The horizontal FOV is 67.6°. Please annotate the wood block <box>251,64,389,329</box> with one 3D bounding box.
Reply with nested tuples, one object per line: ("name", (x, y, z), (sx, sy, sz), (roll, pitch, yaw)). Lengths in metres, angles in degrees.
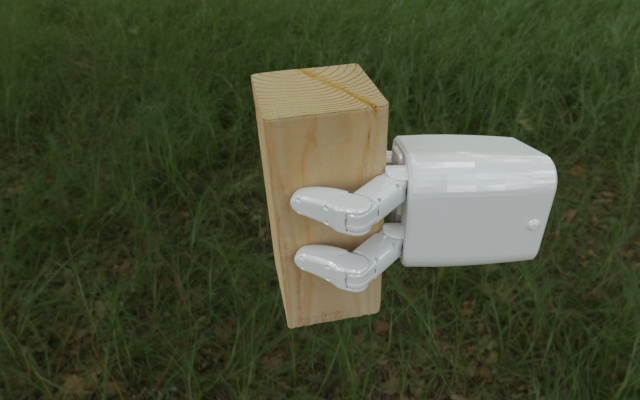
("wood block", (0.000, 0.001, 0.411), (0.090, 0.206, 0.090), (-8, 35, -8))
